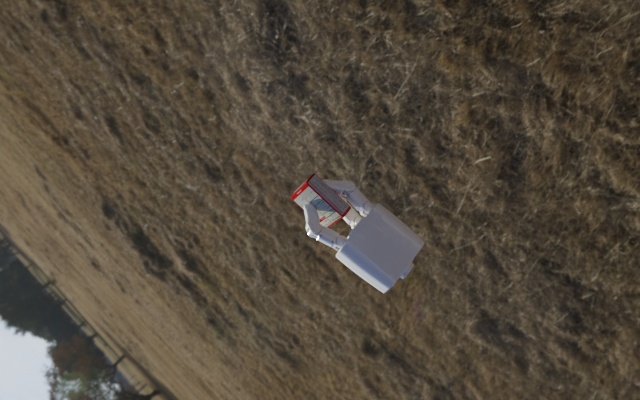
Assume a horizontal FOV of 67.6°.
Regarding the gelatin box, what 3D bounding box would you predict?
[{"bbox_3d":[0.000,0.003,0.834,0.089,0.030,0.073,42,-31,-6],"label":"gelatin box"}]
